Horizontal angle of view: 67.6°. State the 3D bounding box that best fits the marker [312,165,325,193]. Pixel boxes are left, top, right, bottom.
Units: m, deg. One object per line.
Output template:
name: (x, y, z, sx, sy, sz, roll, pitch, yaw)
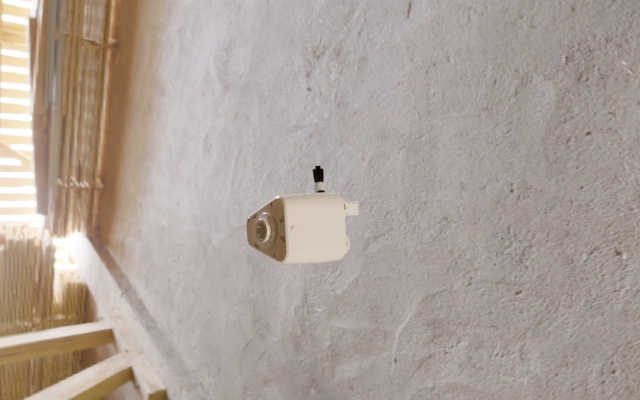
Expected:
marker: (0.000, 0.003, 0.786, 0.020, 0.121, 0.020, -4, -4, 0)
